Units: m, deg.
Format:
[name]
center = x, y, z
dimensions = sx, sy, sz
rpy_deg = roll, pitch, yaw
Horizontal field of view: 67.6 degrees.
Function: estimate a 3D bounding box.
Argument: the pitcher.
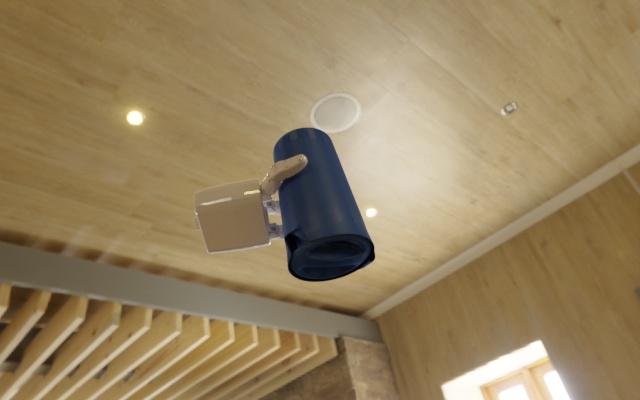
[pitcher]
center = 0.000, 0.003, 0.783
dimensions = 0.145, 0.242, 0.149
rpy_deg = -11, -36, -4
